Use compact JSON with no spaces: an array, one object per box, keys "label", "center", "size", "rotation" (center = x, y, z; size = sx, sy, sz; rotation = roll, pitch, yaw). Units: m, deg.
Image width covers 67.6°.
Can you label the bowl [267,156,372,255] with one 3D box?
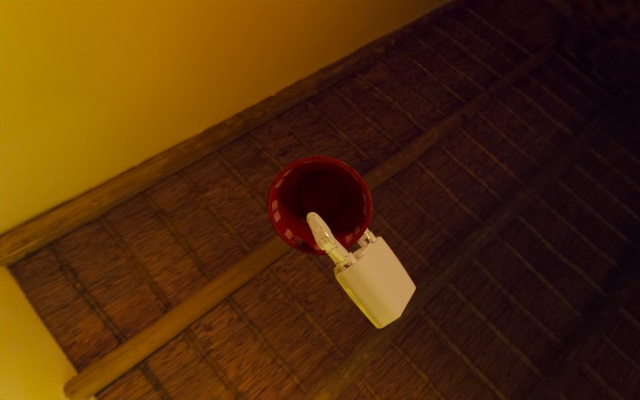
[{"label":"bowl","center":[0.000,0.001,0.750],"size":[0.162,0.162,0.055],"rotation":[0,20,6]}]
